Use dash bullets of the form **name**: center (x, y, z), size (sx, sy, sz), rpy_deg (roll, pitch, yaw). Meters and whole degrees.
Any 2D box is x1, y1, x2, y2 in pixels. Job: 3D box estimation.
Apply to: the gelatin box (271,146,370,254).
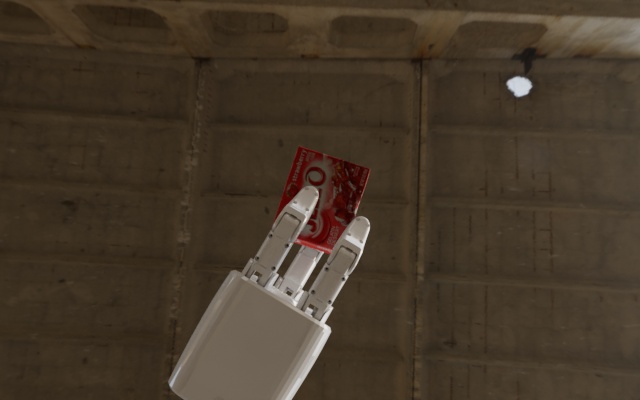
- **gelatin box**: center (0.000, 0.001, 0.457), size (0.073, 0.089, 0.030), rpy_deg (18, -15, 1)
